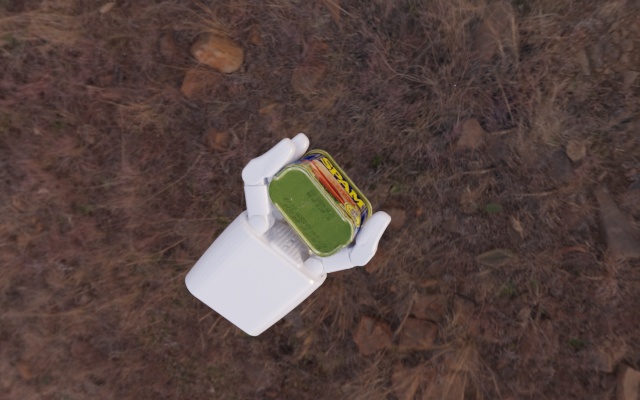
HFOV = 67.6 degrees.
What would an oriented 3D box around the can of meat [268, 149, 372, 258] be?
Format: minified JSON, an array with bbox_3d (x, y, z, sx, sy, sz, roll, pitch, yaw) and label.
[{"bbox_3d":[0.000,0.002,0.495,0.057,0.102,0.084,-40,0,21],"label":"can of meat"}]
